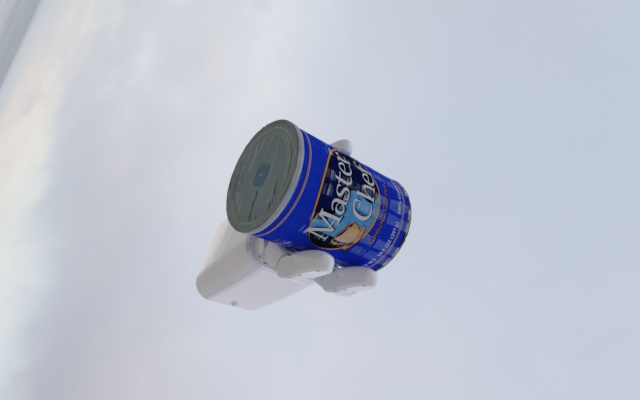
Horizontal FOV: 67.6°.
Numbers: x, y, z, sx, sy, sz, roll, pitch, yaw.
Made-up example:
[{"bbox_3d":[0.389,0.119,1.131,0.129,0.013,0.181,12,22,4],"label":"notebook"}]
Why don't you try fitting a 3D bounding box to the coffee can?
[{"bbox_3d":[0.000,0.001,0.441,0.140,0.102,0.103,25,-15,-35],"label":"coffee can"}]
